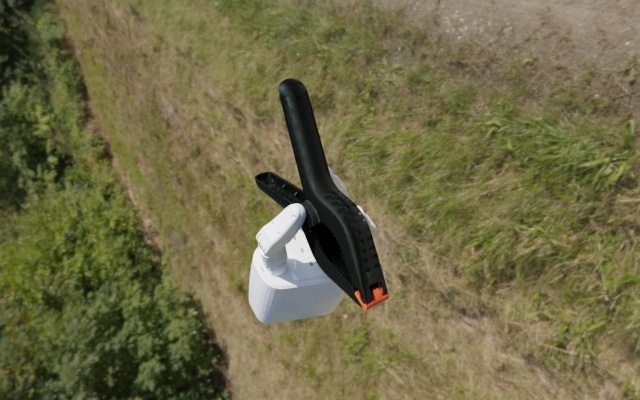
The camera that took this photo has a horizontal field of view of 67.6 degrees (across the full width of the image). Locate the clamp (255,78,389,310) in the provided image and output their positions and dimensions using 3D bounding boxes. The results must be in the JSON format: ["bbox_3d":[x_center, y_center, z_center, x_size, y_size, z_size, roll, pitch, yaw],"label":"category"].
[{"bbox_3d":[0.000,0.002,0.449,0.036,0.210,0.165,-21,-29,-26],"label":"clamp"}]
